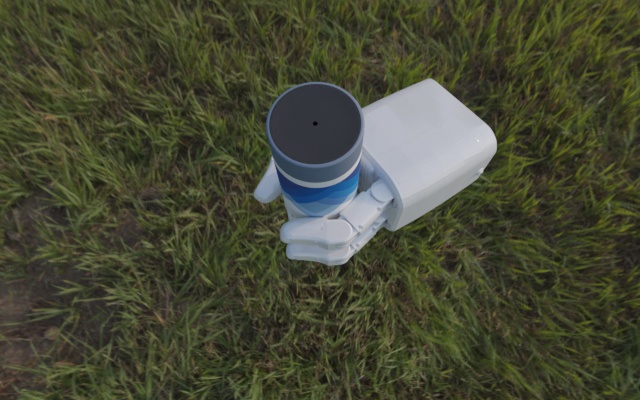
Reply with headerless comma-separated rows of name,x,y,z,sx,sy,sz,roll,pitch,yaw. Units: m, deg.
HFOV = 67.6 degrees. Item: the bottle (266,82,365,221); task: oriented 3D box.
bottle,0.000,0.001,0.456,0.069,0.069,0.296,0,-21,2
